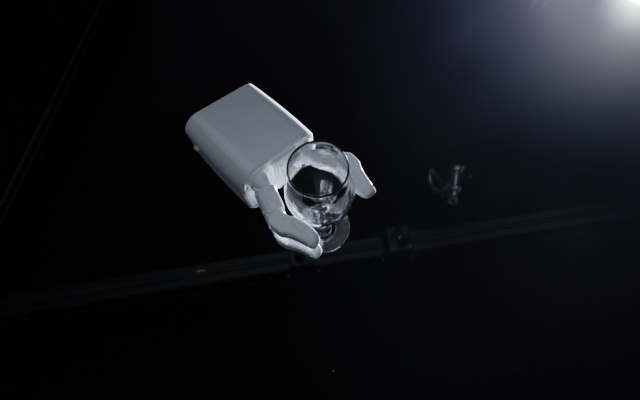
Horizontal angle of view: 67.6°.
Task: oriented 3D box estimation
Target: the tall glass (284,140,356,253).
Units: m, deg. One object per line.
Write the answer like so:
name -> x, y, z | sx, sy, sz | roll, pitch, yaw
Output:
tall glass -> 0.000, 0.002, 0.558 | 0.079, 0.079, 0.201 | 0, -19, 1
